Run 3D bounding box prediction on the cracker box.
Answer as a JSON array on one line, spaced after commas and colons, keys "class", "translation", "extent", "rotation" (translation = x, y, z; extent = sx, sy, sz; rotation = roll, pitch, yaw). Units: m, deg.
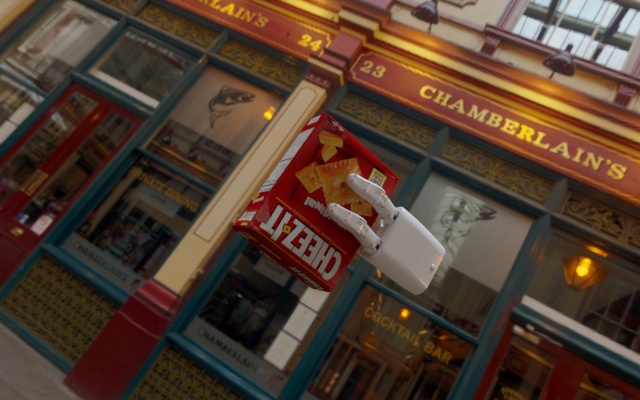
[{"class": "cracker box", "translation": [0.000, 0.002, 0.715], "extent": [0.164, 0.213, 0.072], "rotation": [40, -20, -19]}]
